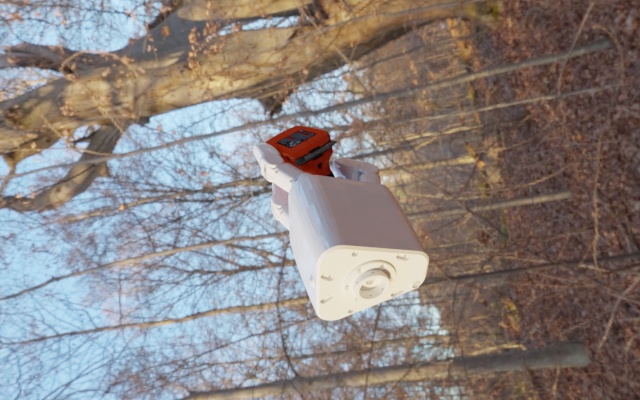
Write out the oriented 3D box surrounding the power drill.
[{"bbox_3d":[0.000,0.002,0.593,0.057,0.188,0.184,-33,23,-16],"label":"power drill"}]
